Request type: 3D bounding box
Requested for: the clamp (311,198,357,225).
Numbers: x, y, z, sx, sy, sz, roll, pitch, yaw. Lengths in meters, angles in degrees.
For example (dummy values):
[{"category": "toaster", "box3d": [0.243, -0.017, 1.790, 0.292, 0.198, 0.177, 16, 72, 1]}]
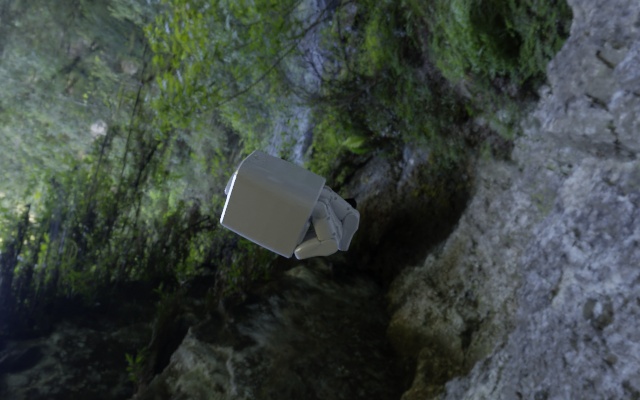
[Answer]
[{"category": "clamp", "box3d": [0.000, 0.003, 0.728, 0.120, 0.039, 0.171, 27, 16, -2]}]
